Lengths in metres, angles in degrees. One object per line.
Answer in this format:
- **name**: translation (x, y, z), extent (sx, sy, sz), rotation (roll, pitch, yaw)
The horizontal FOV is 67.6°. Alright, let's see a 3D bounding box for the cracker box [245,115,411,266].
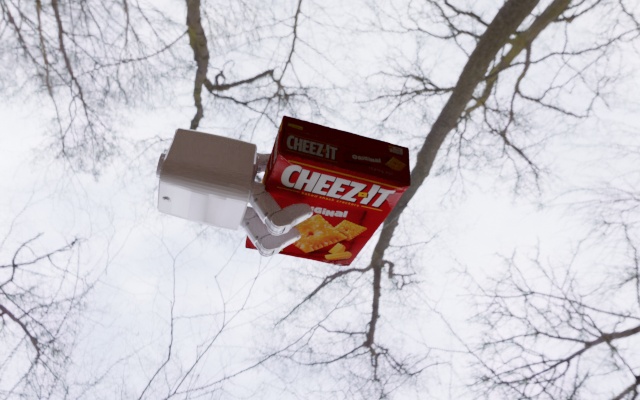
- **cracker box**: translation (0.000, 0.002, 0.638), extent (0.164, 0.072, 0.214), rotation (12, -38, -13)
